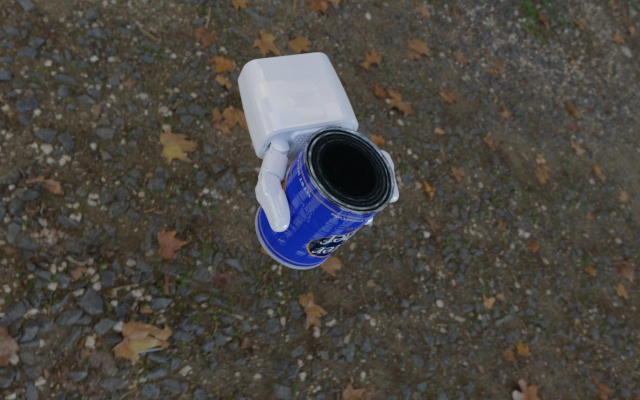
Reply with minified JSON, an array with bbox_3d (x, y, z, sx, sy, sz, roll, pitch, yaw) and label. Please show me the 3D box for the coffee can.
[{"bbox_3d":[0.000,0.002,0.523,0.103,0.102,0.140,0,-29,-30],"label":"coffee can"}]
